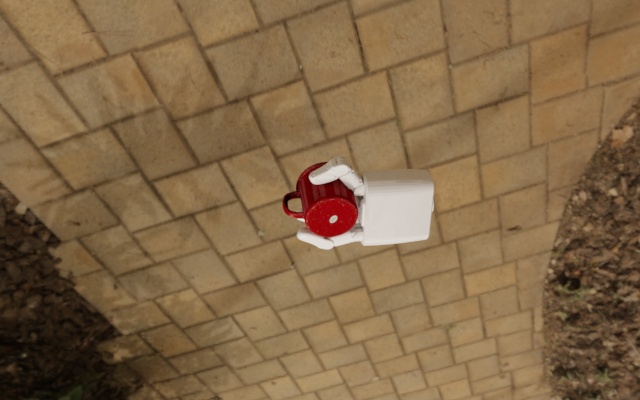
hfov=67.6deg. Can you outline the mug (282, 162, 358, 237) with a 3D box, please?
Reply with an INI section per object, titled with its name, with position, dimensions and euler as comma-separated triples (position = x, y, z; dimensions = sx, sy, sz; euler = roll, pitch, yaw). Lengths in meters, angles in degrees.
[mug]
position = -0.001, 0.003, 0.730
dimensions = 0.117, 0.093, 0.081
euler = -4, 40, -6
